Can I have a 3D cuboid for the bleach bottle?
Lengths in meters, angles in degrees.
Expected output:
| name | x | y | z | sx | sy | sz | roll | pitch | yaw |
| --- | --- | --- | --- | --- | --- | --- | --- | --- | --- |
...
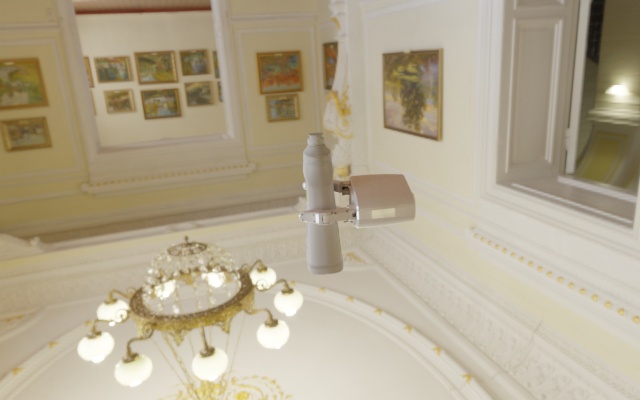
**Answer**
| name | x | y | z | sx | sy | sz | roll | pitch | yaw |
| --- | --- | --- | --- | --- | --- | --- | --- | --- | --- |
| bleach bottle | 0.000 | 0.003 | 0.883 | 0.068 | 0.251 | 0.102 | -5 | 17 | -4 |
